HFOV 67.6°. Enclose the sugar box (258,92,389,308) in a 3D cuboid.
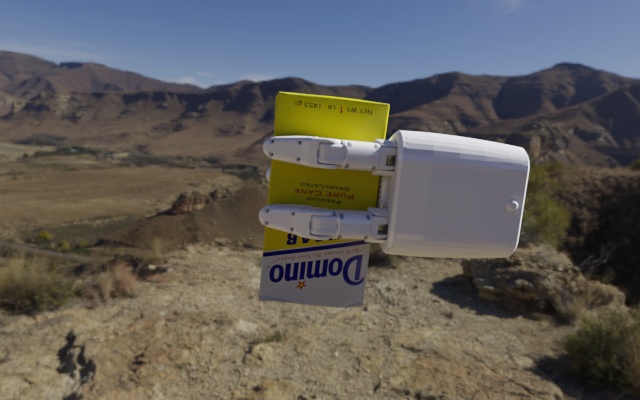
[{"bbox_3d":[0.000,0.001,0.410,0.093,0.176,0.048,5,8,-4],"label":"sugar box"}]
